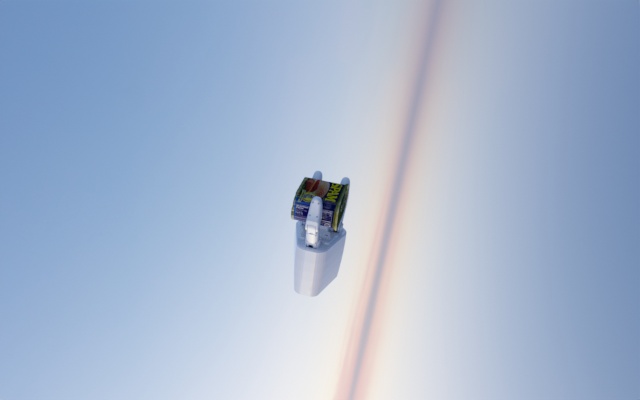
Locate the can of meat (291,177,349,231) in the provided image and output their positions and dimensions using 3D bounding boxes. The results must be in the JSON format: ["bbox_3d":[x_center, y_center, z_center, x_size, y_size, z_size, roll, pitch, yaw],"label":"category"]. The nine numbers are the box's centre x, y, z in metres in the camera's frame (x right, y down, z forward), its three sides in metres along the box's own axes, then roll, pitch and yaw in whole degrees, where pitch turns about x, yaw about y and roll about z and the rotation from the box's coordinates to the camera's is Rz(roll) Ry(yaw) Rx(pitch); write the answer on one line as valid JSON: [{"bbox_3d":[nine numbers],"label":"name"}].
[{"bbox_3d":[0.000,0.003,0.861,0.084,0.057,0.102,12,31,9],"label":"can of meat"}]
